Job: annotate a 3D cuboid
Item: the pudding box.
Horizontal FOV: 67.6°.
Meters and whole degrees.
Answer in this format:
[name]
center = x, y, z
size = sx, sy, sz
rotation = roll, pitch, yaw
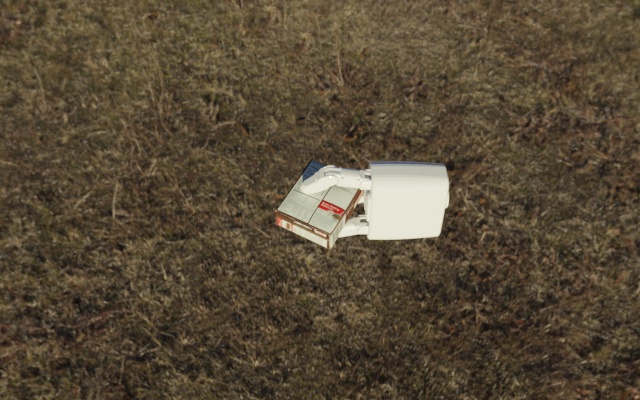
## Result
[pudding box]
center = 0.000, 0.002, 0.689
size = 0.090, 0.113, 0.039
rotation = 23, -35, 15
